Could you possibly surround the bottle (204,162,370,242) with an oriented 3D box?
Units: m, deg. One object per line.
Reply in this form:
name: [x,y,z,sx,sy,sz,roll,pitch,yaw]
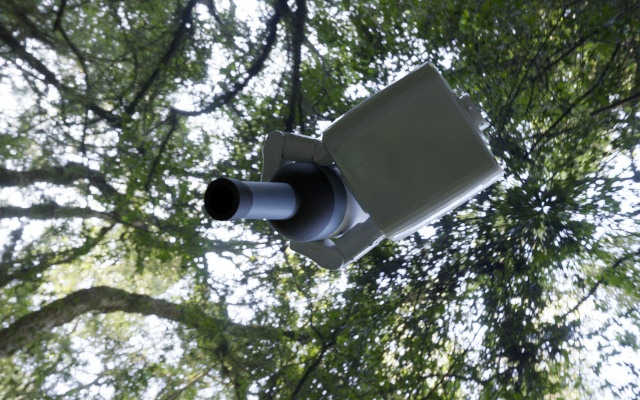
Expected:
bottle: [0.000,0.001,0.429,0.069,0.069,0.296,0,-1,25]
